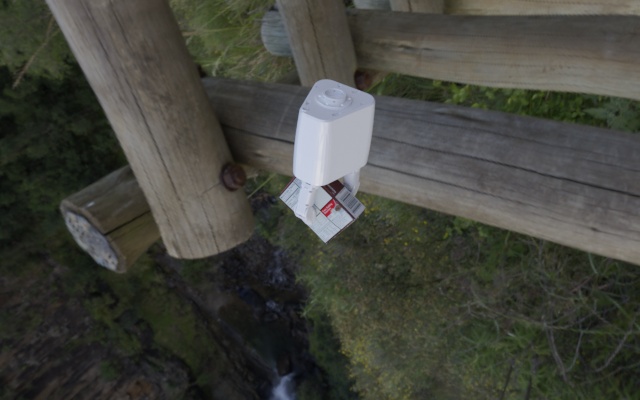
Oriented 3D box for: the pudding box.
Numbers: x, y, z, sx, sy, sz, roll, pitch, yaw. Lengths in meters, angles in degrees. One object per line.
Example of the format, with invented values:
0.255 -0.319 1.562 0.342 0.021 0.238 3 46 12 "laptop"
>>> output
0.000 0.002 0.742 0.039 0.113 0.090 -44 0 -43 "pudding box"
